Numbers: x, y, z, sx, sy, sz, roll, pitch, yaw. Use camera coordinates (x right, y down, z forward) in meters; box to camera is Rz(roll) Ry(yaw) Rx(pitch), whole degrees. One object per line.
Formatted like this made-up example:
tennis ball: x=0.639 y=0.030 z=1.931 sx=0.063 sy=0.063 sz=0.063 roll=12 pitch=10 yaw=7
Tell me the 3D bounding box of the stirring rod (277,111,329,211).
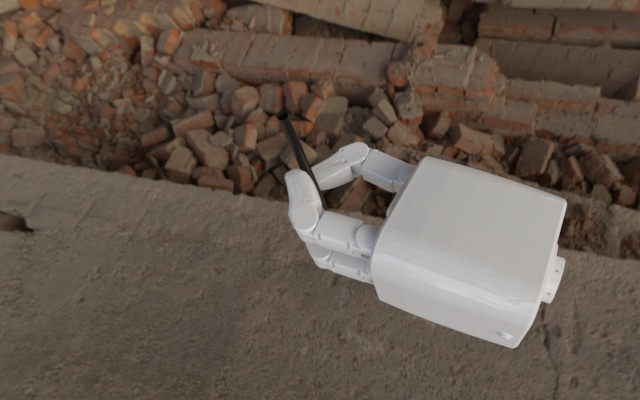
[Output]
stirring rod: x=0.000 y=0.001 z=0.416 sx=0.011 sy=0.011 sz=0.240 roll=0 pitch=-28 yaw=14
